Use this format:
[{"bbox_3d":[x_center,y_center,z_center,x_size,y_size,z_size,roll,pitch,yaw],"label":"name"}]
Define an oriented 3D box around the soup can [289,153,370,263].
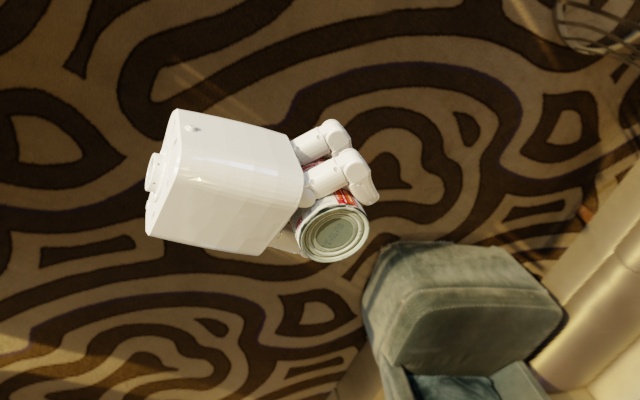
[{"bbox_3d":[0.001,0.002,0.462,0.068,0.068,0.102,0,37,-19],"label":"soup can"}]
